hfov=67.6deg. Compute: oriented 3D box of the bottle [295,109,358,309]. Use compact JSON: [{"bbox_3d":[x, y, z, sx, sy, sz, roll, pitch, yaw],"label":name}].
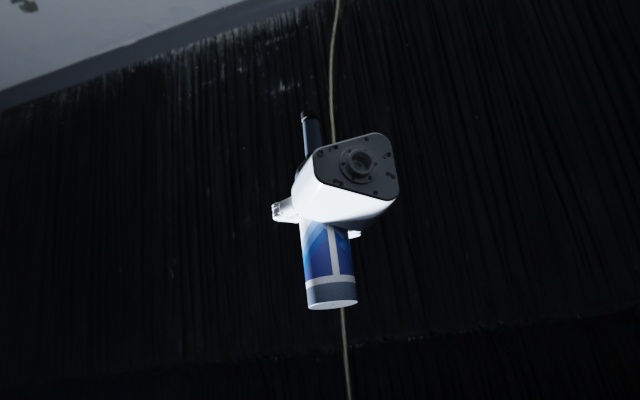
[{"bbox_3d":[0.000,0.003,0.686,0.069,0.295,0.069,-6,-20,-2],"label":"bottle"}]
